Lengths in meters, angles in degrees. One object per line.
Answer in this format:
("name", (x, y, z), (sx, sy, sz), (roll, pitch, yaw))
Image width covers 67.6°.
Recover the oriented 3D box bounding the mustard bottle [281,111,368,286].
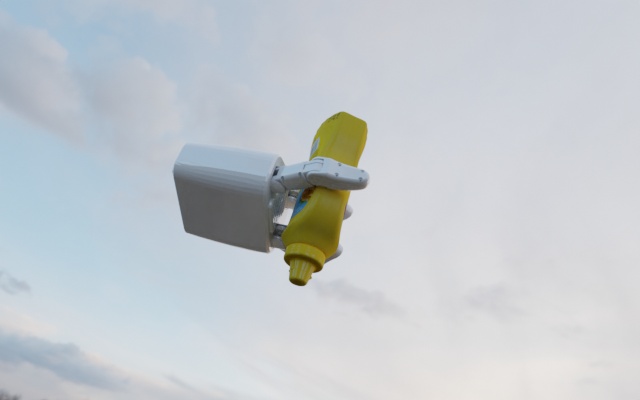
("mustard bottle", (0.000, 0.002, 0.511), (0.058, 0.191, 0.096), (24, -33, -11))
